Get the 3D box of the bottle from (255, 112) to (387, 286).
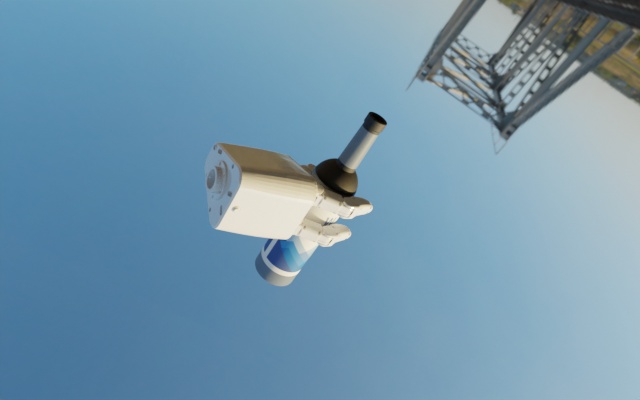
[{"bbox_3d":[0.000,0.002,0.669,0.069,0.296,0.069,25,32,-16],"label":"bottle"}]
